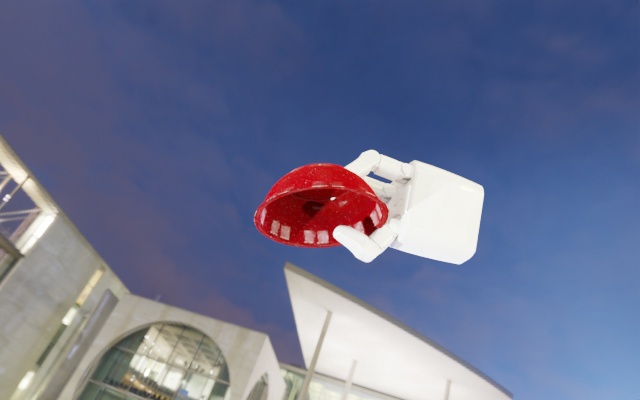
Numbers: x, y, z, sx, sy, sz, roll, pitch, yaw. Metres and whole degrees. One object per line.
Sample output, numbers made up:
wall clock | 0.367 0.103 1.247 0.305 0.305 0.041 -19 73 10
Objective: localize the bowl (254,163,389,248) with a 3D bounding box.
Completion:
bowl | -0.001 0.001 0.585 0.162 0.055 0.162 -3 -29 -1
